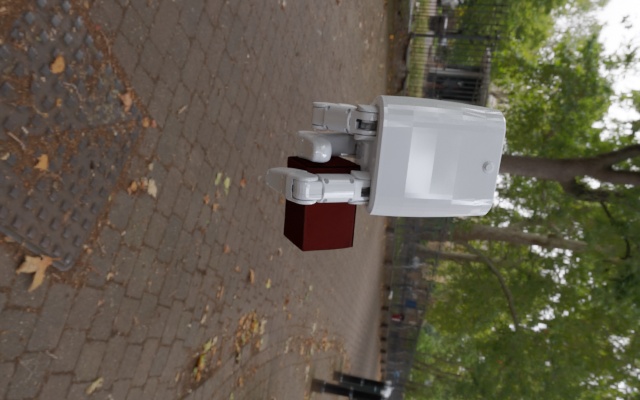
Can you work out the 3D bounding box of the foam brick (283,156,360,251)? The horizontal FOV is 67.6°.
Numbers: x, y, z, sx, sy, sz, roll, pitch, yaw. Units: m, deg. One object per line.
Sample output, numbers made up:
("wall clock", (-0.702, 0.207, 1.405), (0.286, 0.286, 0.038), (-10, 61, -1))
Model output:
("foam brick", (0.000, 0.002, 0.436), (0.051, 0.078, 0.053), (-2, 16, -23))
